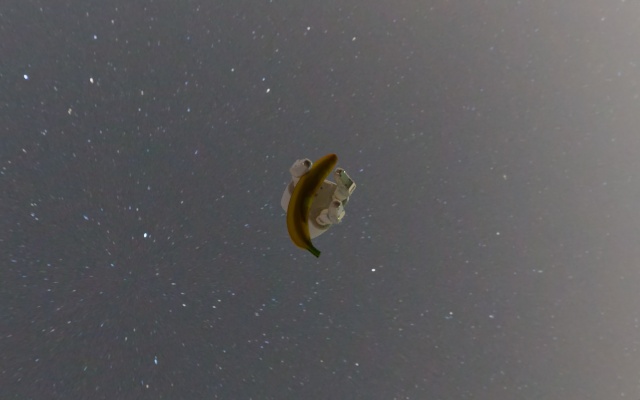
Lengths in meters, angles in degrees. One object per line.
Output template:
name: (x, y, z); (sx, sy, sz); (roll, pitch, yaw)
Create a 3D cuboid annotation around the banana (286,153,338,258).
banana: (-0.019, 0.002, 0.819); (0.069, 0.197, 0.037); (12, -24, -3)
